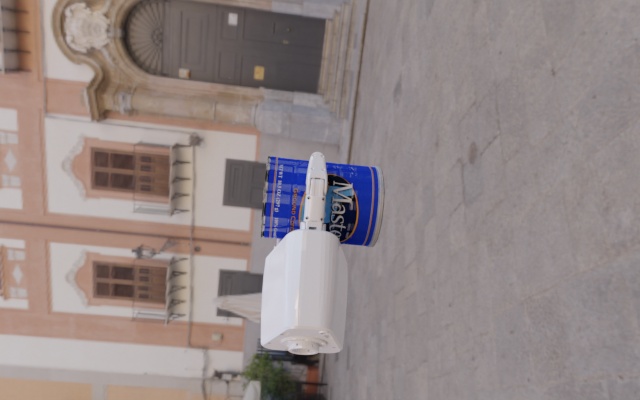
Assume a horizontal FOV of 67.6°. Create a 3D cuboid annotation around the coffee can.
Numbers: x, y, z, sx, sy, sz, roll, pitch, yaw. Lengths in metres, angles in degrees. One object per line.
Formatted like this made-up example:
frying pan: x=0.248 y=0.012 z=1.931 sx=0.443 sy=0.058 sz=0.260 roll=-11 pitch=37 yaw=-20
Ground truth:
coffee can: x=0.000 y=0.002 z=0.598 sx=0.140 sy=0.103 sz=0.103 roll=5 pitch=-1 yaw=-5
